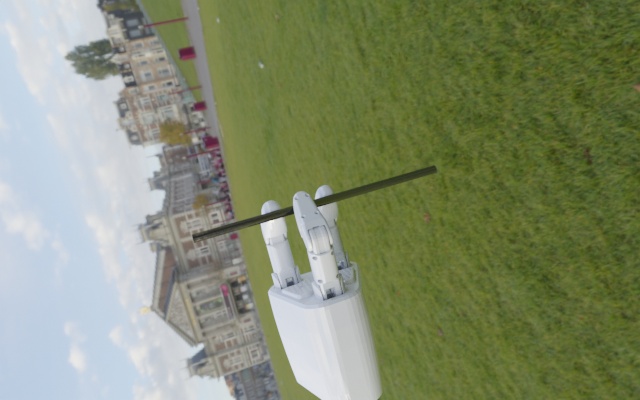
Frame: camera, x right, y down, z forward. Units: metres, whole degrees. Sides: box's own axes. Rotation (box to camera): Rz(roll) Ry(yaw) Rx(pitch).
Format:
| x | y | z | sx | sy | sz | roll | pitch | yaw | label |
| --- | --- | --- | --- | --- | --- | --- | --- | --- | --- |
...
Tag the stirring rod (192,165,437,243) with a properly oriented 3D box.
| x | y | z | sx | sy | sz | roll | pitch | yaw | label |
| --- | --- | --- | --- | --- | --- | --- | --- | --- | --- |
| 0.000 | 0.001 | 0.448 | 0.239 | 0.011 | 0.011 | -16 | 3 | -12 | stirring rod |
